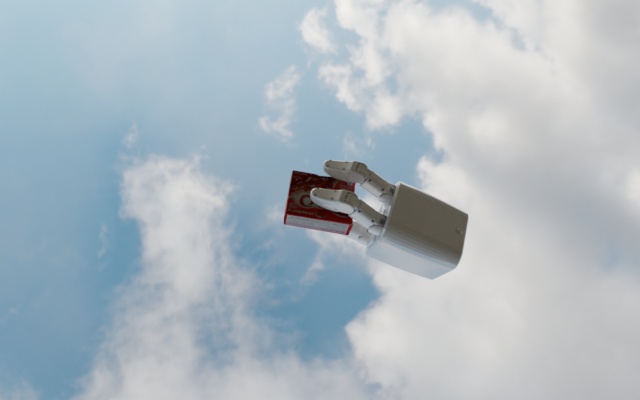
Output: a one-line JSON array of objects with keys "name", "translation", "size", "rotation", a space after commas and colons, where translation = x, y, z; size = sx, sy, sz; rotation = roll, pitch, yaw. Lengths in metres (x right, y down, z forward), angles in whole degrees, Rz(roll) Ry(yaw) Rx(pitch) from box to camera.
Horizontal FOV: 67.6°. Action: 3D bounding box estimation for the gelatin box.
[{"name": "gelatin box", "translation": [0.000, 0.002, 0.632], "size": [0.089, 0.073, 0.030], "rotation": [10, -36, -4]}]
